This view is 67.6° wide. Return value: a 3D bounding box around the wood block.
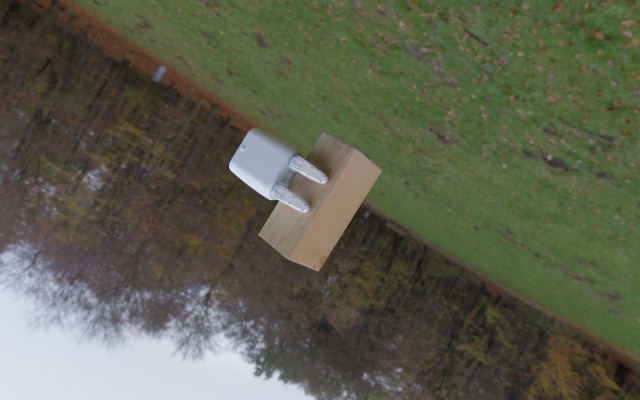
[{"bbox_3d":[0.000,0.003,0.814,0.090,0.206,0.091,33,1,40],"label":"wood block"}]
